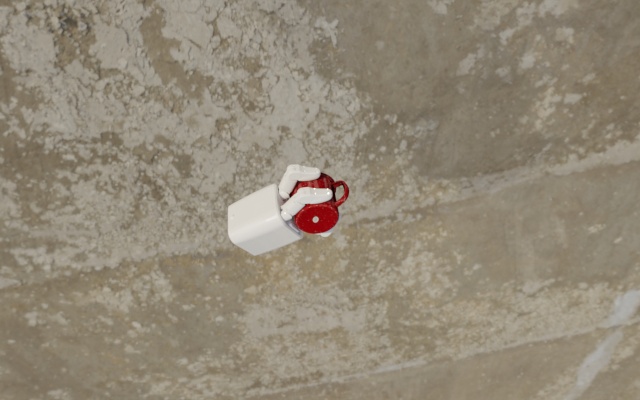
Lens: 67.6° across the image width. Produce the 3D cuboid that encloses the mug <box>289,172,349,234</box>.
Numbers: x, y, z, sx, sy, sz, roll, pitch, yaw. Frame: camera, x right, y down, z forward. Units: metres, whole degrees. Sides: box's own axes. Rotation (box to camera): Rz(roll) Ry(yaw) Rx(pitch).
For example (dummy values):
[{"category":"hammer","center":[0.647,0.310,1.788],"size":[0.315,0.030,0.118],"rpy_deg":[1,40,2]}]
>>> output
[{"category":"mug","center":[0.001,0.003,0.882],"size":[0.117,0.081,0.093],"rpy_deg":[-24,-46,13]}]
